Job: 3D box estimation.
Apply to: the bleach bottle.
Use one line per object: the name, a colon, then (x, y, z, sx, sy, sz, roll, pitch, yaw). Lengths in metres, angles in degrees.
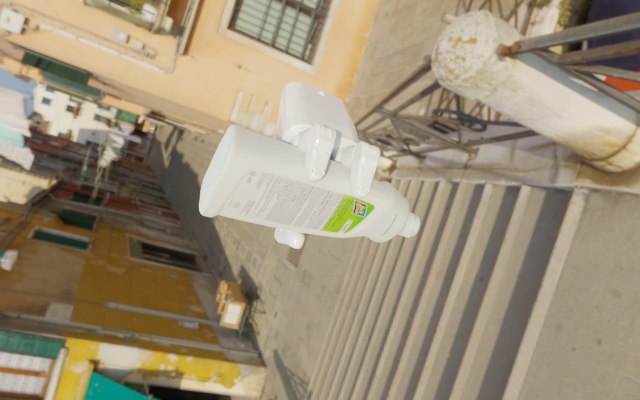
bleach bottle: (0.000, 0.002, 0.542, 0.251, 0.068, 0.103, 18, -52, -23)
